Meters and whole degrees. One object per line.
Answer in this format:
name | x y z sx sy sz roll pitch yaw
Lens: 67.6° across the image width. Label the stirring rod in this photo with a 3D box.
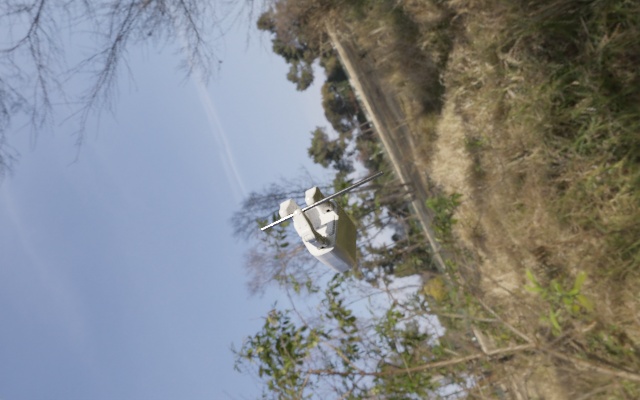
stirring rod | 0.000 0.003 0.835 0.239 0.011 0.011 -26 -7 15
